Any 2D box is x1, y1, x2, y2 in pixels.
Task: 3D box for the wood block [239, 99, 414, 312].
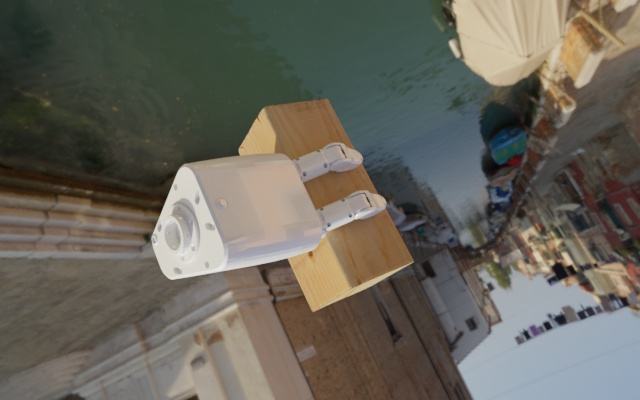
[{"bbox_3d":[0.000,0.002,0.526,0.090,0.206,0.091,-16,-18,-35],"label":"wood block"}]
